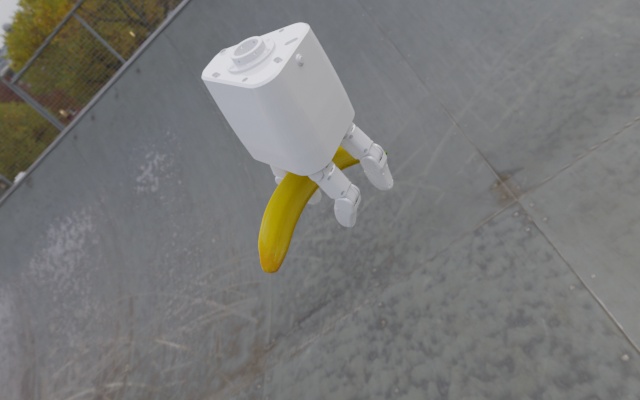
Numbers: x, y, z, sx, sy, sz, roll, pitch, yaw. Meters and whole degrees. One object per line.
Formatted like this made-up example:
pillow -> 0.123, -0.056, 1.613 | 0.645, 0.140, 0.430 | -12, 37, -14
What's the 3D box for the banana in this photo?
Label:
banana -> -0.012, -0.010, 0.522 | 0.069, 0.197, 0.037 | 35, -22, 24
